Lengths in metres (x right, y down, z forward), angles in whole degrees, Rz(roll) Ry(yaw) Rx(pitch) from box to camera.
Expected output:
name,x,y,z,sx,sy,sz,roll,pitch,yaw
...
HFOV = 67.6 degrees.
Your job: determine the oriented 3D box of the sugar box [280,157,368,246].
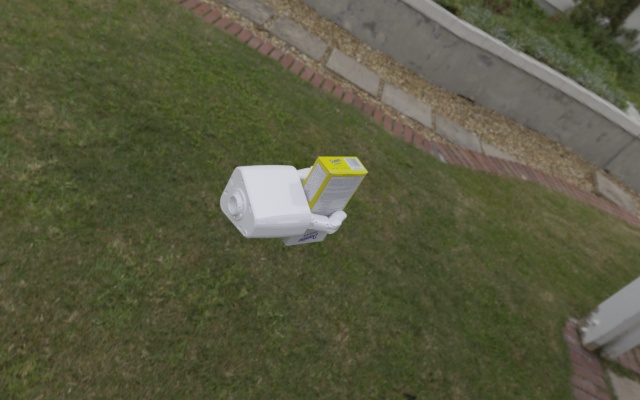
name,x,y,z,sx,sy,sz,roll,pitch,yaw
sugar box,0.000,0.002,0.828,0.093,0.048,0.176,-3,-40,-42
